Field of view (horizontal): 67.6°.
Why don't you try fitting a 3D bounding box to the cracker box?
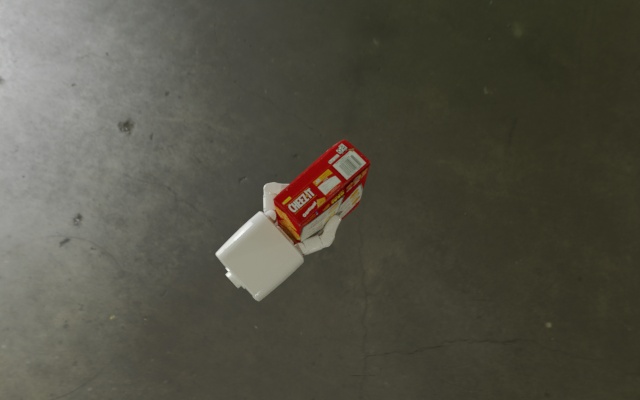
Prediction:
[{"bbox_3d":[0.000,0.003,0.864,0.164,0.072,0.214,-42,-13,-14],"label":"cracker box"}]
